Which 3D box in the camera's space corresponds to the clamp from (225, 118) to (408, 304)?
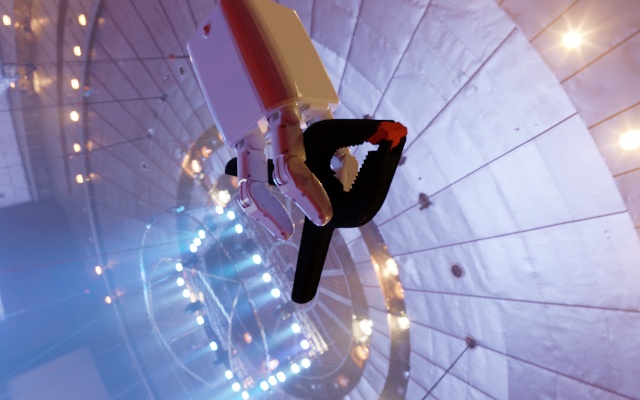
[{"bbox_3d":[0.001,0.001,0.424,0.036,0.164,0.210,-22,-4,-44],"label":"clamp"}]
